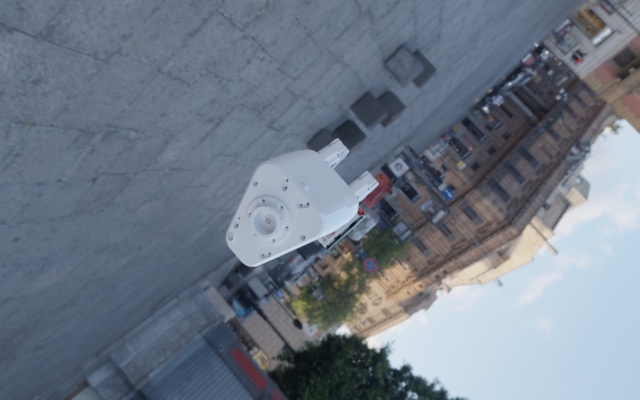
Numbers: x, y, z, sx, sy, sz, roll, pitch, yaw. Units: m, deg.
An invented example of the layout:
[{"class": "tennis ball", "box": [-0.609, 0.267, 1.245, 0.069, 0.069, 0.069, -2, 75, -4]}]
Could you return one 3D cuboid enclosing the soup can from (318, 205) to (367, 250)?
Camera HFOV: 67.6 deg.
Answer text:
[{"class": "soup can", "box": [0.000, 0.002, 0.596, 0.068, 0.102, 0.068, -41, -6, -6]}]
